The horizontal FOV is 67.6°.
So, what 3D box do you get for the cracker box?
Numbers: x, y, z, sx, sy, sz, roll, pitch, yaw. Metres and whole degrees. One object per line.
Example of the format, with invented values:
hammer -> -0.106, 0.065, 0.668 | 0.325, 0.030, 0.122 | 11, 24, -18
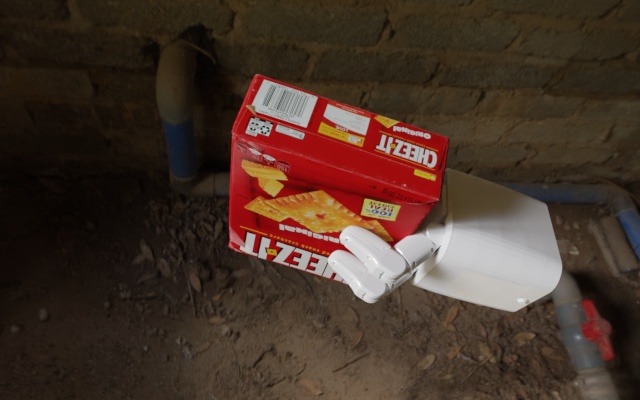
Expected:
cracker box -> 0.000, 0.001, 0.449 | 0.164, 0.072, 0.214 | 18, -31, -1
